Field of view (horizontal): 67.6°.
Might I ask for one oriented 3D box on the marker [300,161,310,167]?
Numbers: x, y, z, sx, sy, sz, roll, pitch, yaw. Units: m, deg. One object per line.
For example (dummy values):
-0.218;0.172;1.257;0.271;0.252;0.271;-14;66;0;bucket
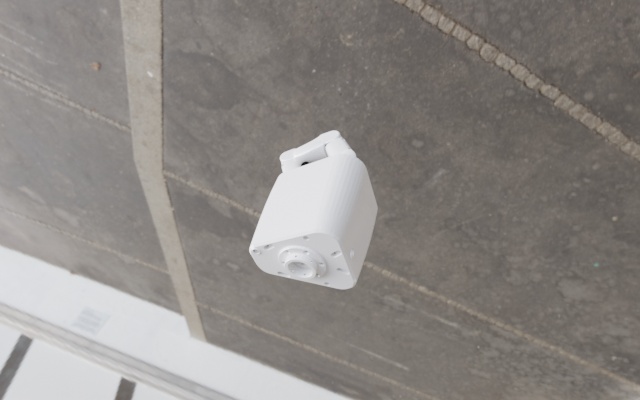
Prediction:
0.000;0.002;0.572;0.020;0.121;0.020;-13;41;11;marker
